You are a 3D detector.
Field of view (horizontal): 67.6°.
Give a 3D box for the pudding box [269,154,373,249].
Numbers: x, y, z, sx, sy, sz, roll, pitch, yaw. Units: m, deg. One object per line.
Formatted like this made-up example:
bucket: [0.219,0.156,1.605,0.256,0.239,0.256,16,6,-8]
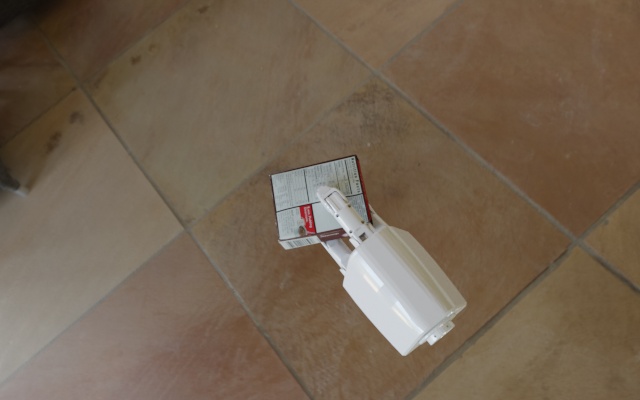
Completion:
pudding box: [0.000,0.002,0.573,0.113,0.090,0.039,-12,-21,6]
